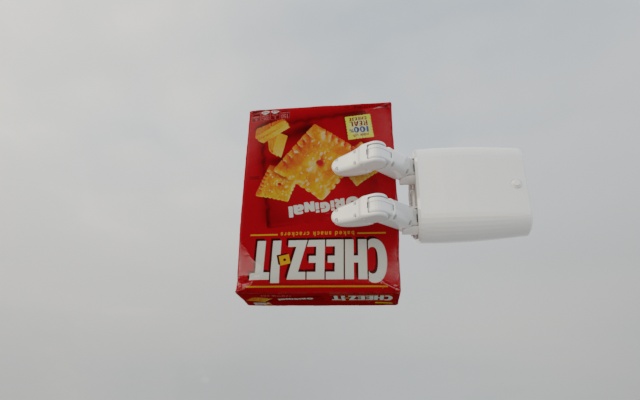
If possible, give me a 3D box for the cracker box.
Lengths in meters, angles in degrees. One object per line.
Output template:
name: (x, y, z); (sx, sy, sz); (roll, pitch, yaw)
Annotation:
cracker box: (0.000, 0.002, 0.519); (0.164, 0.213, 0.072); (-2, -23, 6)
